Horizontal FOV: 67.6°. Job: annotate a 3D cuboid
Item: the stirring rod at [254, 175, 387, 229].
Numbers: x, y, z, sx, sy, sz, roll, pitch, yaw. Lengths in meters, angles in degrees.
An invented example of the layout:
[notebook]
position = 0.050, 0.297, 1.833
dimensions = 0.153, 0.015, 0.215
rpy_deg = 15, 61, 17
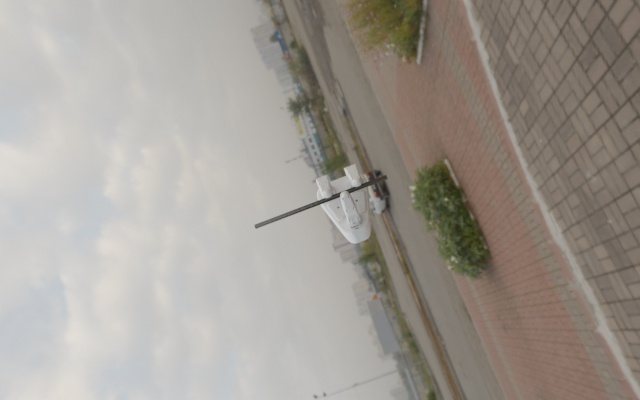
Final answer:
[stirring rod]
position = 0.000, 0.003, 0.816
dimensions = 0.239, 0.011, 0.011
rpy_deg = -21, -1, 2
